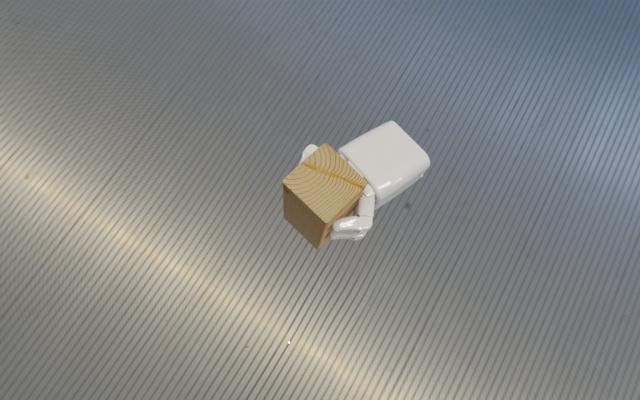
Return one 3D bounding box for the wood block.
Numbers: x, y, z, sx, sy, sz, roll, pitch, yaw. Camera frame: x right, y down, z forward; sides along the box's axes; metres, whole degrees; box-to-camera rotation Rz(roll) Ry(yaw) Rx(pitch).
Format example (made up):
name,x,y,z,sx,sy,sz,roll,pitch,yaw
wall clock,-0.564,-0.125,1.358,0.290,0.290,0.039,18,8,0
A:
name,x,y,z,sx,sy,sz,roll,pitch,yaw
wood block,0.000,0.002,0.775,0.090,0.091,0.206,-43,-9,-14
